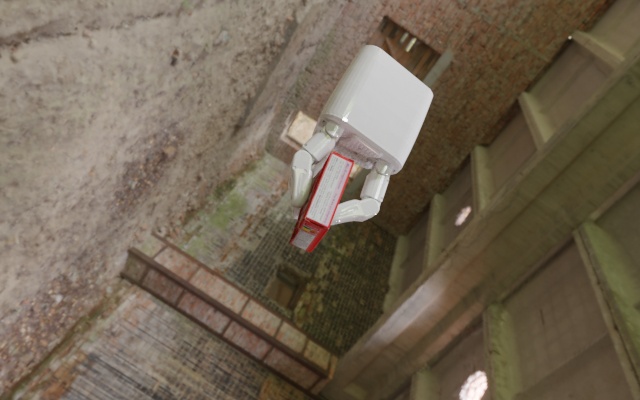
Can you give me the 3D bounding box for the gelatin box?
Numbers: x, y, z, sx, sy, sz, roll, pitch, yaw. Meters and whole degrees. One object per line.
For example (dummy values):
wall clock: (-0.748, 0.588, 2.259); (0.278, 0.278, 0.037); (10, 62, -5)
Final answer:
gelatin box: (0.000, 0.002, 0.511); (0.030, 0.089, 0.073); (24, -28, -5)
